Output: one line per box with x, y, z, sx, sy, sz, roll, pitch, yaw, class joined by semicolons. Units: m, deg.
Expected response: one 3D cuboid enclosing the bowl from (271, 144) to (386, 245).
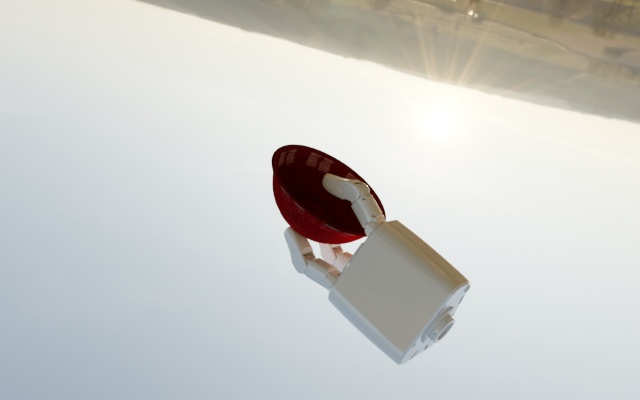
-0.001;0.001;0.592;0.162;0.055;0.162;26;31;-17;bowl
